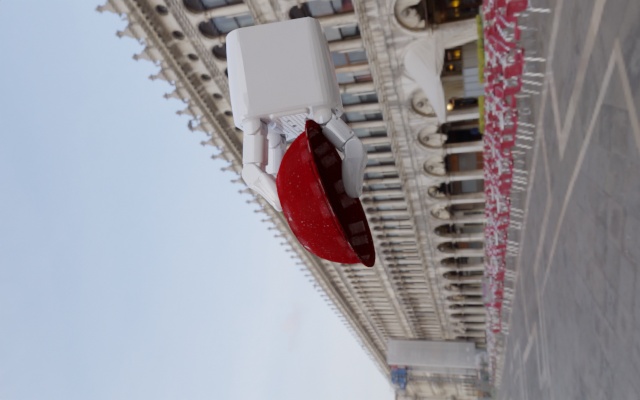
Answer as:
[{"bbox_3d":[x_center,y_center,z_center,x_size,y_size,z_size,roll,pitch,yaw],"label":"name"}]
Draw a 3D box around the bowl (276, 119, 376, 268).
[{"bbox_3d":[0.000,0.003,0.489,0.055,0.162,0.162,-24,-6,13],"label":"bowl"}]
